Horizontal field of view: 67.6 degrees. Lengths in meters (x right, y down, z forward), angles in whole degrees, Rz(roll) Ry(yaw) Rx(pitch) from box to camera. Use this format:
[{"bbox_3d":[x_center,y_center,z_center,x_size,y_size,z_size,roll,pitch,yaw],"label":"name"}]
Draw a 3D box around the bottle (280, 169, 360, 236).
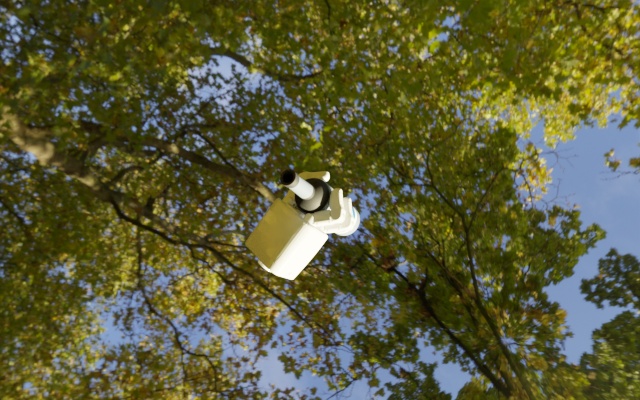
[{"bbox_3d":[0.000,0.003,0.875,0.069,0.069,0.296,0,-15,21],"label":"bottle"}]
